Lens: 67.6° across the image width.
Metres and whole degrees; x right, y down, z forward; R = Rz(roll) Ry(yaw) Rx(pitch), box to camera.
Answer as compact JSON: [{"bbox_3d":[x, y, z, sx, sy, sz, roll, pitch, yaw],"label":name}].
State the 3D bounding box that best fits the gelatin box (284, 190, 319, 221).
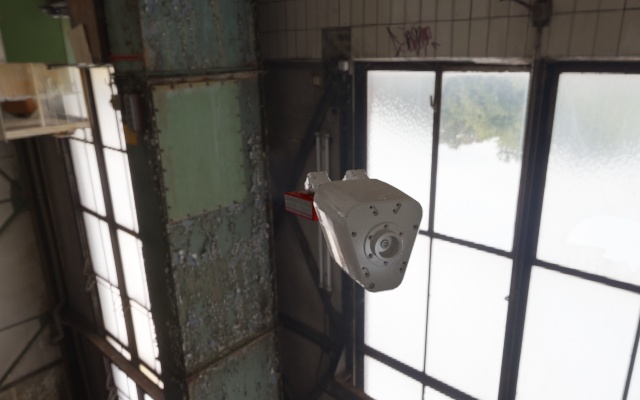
[{"bbox_3d":[0.000,0.003,0.676,0.073,0.030,0.089,-9,12,-28],"label":"gelatin box"}]
